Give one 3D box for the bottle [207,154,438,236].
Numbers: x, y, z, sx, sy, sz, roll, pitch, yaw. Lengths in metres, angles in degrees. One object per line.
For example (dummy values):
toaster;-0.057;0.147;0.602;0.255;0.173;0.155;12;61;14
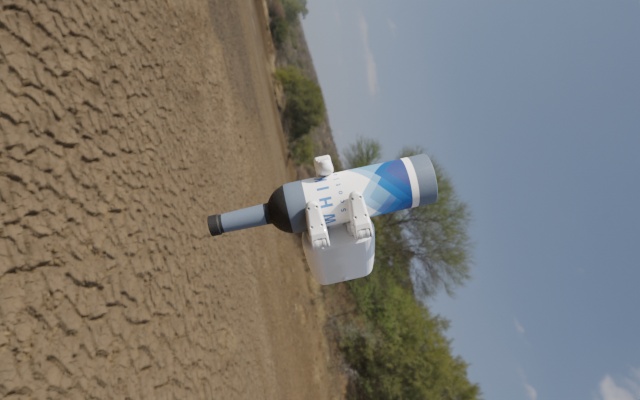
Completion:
bottle;0.000;0.002;0.626;0.296;0.069;0.069;-12;0;-2
